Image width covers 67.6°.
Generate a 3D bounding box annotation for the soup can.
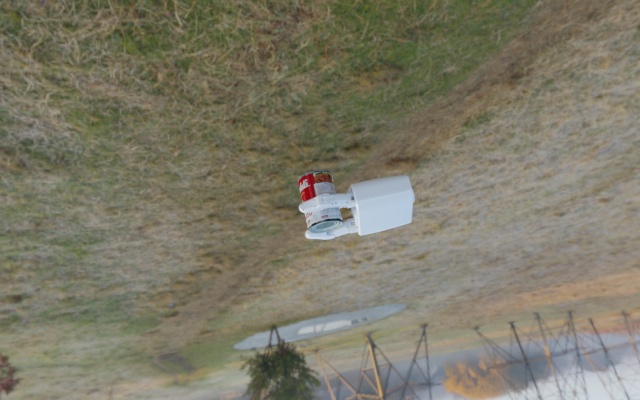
[{"bbox_3d":[0.000,0.003,0.897,0.068,0.102,0.068,-11,-20,-4],"label":"soup can"}]
